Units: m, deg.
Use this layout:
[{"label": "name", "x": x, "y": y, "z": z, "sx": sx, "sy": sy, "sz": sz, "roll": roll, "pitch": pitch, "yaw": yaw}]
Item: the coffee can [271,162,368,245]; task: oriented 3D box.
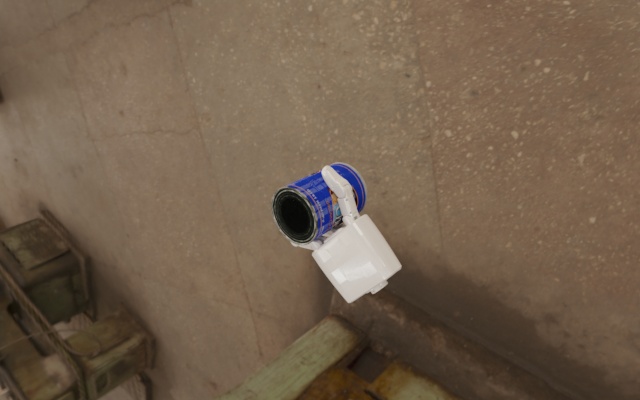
[{"label": "coffee can", "x": 0.000, "y": 0.002, "z": 0.824, "sx": 0.103, "sy": 0.103, "sz": 0.140, "roll": 0, "pitch": 20, "yaw": 43}]
